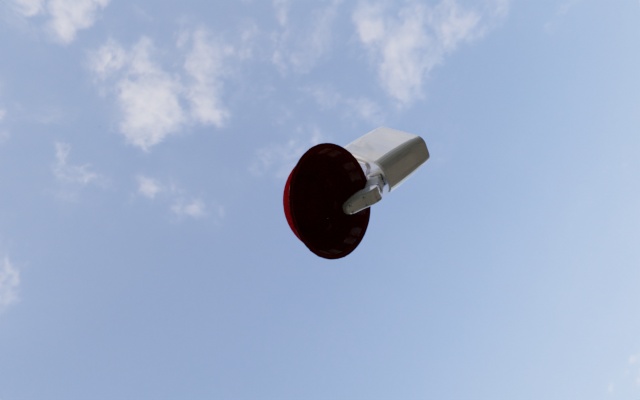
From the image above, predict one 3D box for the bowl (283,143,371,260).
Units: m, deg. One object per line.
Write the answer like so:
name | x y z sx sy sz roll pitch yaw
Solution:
bowl | -0.001 0.003 0.675 0.055 0.162 0.162 -5 -4 45
